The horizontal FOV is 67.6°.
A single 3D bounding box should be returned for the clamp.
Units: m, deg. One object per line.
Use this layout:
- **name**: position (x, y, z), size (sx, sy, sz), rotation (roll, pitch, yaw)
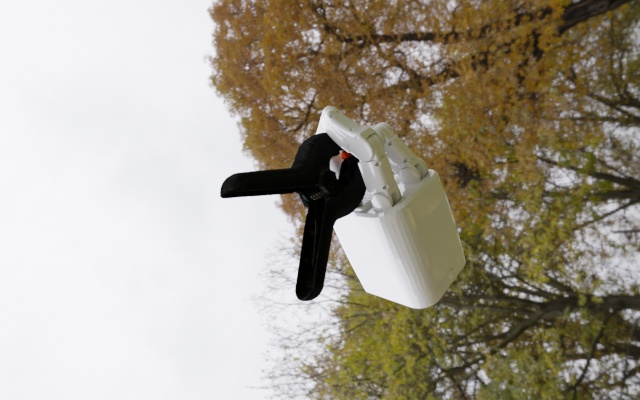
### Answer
- **clamp**: position (0.000, 0.001, 0.421), size (0.039, 0.120, 0.171), rotation (-8, 22, 45)
